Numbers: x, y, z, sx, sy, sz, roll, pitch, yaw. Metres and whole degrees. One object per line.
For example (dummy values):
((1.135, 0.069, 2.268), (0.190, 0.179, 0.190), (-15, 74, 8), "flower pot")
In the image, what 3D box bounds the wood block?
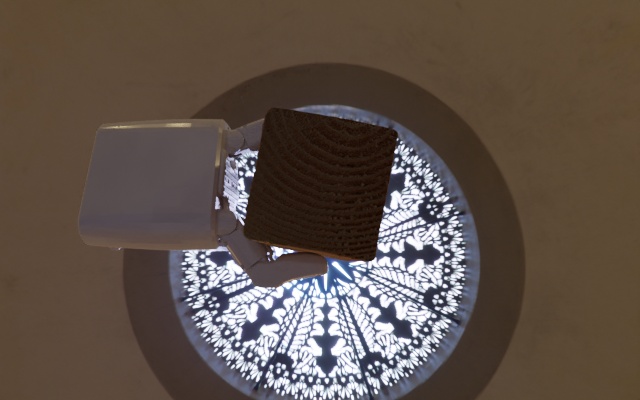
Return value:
((0.000, 0.001, 0.410), (0.090, 0.091, 0.206), (10, -7, 1), "wood block")
